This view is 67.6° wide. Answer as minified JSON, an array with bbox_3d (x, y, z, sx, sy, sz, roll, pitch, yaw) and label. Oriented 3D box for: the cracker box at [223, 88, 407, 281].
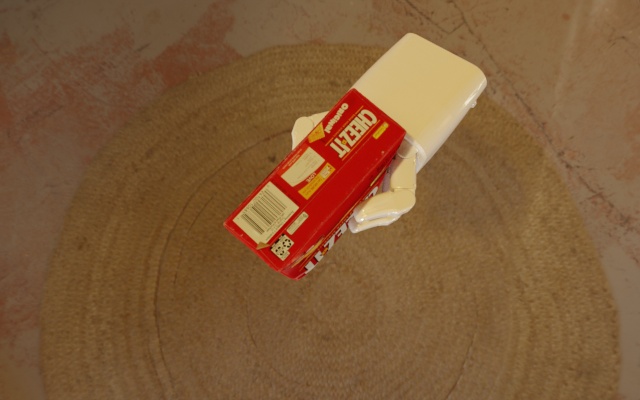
[{"bbox_3d":[0.000,0.001,0.498,0.072,0.164,0.214,41,-8,9],"label":"cracker box"}]
